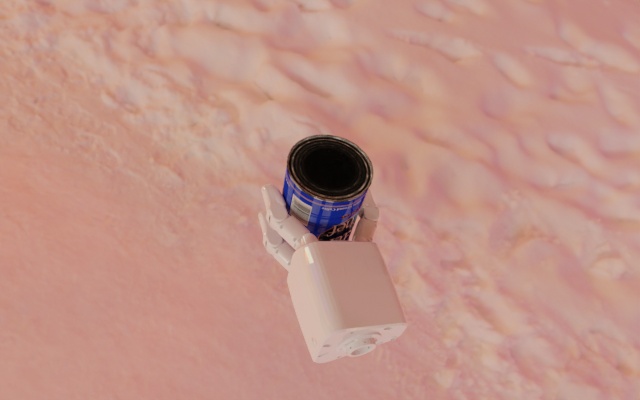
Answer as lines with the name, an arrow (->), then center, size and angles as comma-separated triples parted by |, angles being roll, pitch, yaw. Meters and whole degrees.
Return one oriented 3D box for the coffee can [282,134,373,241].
coffee can -> 0.000, 0.002, 0.604 | 0.103, 0.102, 0.140 | 0, -37, -12
